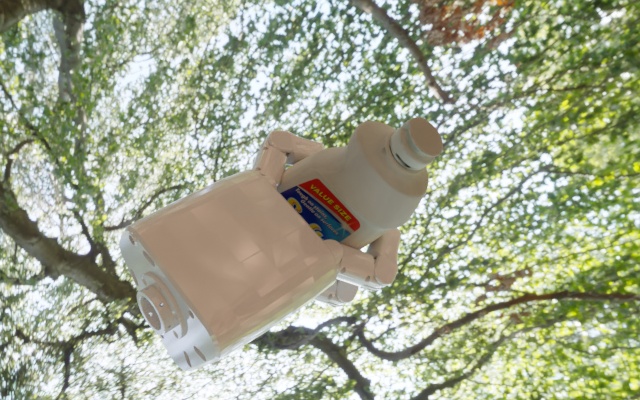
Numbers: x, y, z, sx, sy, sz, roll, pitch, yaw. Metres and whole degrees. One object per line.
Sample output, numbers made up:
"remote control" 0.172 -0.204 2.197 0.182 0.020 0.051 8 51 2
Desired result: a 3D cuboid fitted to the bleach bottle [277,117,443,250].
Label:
"bleach bottle" 0.000 0.001 0.402 0.068 0.102 0.251 -28 -6 -39
